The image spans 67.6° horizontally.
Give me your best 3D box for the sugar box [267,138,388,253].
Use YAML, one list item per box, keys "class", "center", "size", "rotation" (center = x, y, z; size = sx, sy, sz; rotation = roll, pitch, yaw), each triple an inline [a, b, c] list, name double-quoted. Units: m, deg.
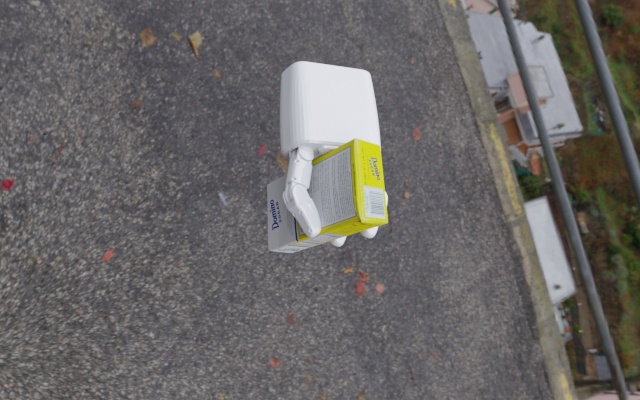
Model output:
- class: "sugar box"
  center: [0.001, 0.002, 0.570]
  size: [0.048, 0.093, 0.176]
  rotation: [9, -20, -35]
